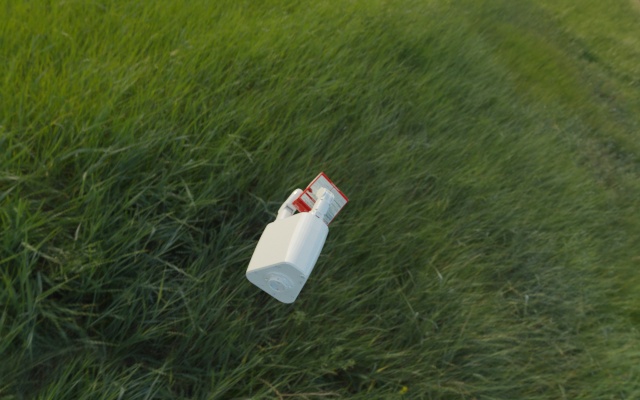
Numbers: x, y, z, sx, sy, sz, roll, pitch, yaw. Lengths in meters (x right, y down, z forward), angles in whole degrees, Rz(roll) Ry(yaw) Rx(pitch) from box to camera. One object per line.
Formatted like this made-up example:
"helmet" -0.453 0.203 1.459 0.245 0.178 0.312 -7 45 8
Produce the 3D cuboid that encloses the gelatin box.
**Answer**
"gelatin box" 0.001 0.002 0.867 0.030 0.073 0.089 -39 7 47
